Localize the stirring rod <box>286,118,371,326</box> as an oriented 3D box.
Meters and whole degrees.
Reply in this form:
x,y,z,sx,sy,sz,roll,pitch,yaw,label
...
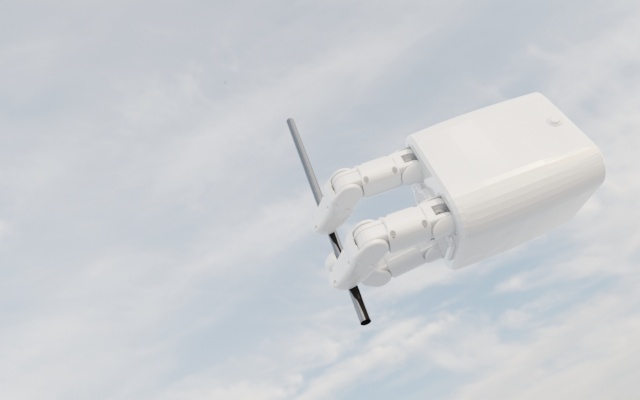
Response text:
x,y,z,sx,sy,sz,roll,pitch,yaw,label
0.000,0.001,0.412,0.011,0.011,0.239,0,44,-21,stirring rod
